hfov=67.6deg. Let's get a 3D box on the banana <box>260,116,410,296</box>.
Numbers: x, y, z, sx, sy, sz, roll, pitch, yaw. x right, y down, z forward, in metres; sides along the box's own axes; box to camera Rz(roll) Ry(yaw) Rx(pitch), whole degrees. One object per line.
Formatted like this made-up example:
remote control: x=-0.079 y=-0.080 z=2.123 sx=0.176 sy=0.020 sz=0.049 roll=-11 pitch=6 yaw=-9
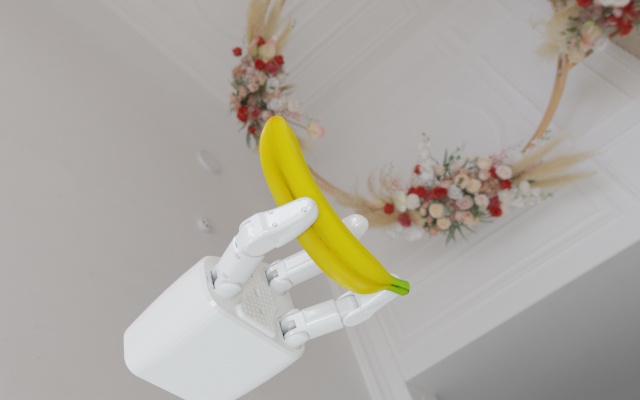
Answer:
banana: x=-0.007 y=0.003 z=0.388 sx=0.037 sy=0.197 sz=0.069 roll=-41 pitch=-19 yaw=20
